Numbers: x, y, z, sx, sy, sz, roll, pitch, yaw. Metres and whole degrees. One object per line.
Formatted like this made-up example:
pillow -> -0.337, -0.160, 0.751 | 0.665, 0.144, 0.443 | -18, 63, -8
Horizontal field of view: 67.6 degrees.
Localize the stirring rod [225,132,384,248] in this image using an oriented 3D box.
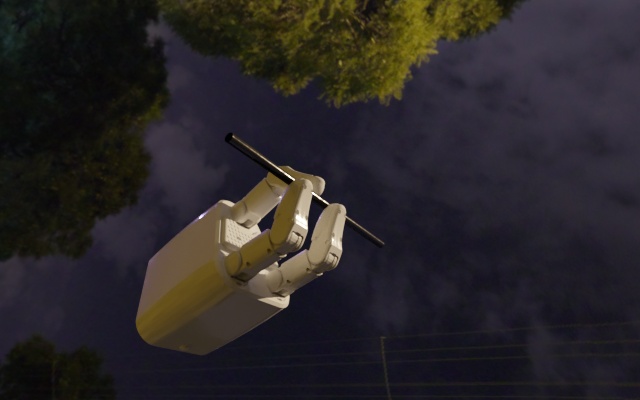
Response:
stirring rod -> 0.000, 0.001, 0.431 | 0.011, 0.011, 0.240 | 0, -23, 36
